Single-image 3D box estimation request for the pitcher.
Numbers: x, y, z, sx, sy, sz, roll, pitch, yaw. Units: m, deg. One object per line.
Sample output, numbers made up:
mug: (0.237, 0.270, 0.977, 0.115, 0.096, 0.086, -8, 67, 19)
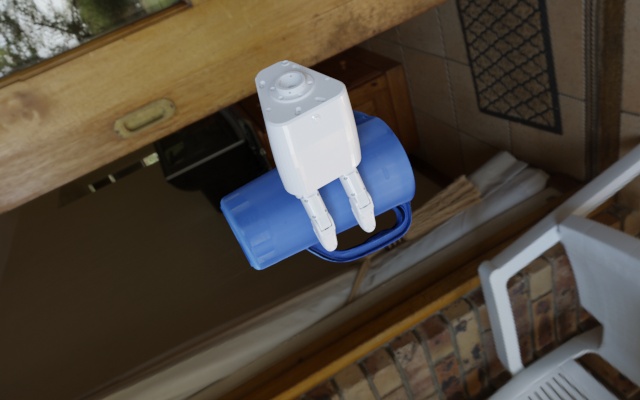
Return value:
pitcher: (0.000, 0.002, 0.647, 0.243, 0.145, 0.149, -28, 49, -11)
